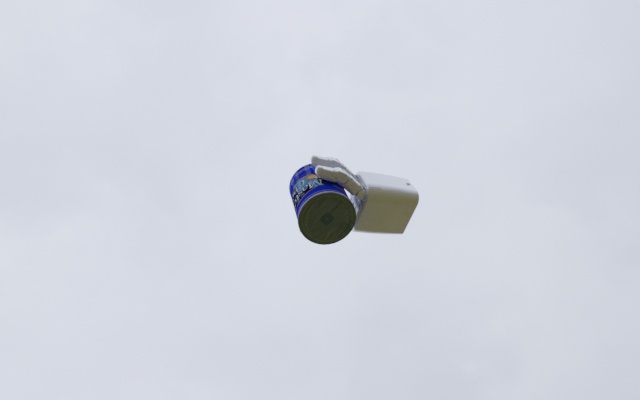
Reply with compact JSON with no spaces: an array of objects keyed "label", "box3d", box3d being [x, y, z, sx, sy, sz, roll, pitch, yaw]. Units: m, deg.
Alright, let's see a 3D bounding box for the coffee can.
[{"label":"coffee can","box3d":[0.000,0.003,0.882,0.103,0.103,0.140,0,26,-11]}]
